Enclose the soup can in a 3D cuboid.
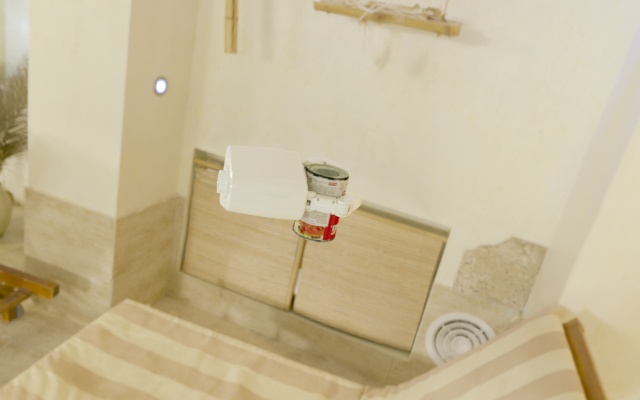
[{"bbox_3d":[0.001,0.002,0.715,0.068,0.102,0.068,11,19,-4],"label":"soup can"}]
